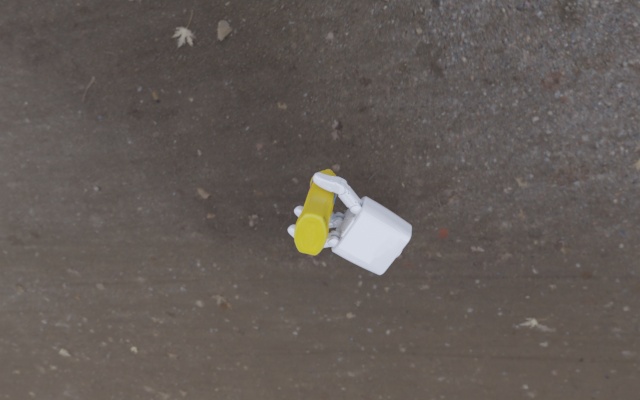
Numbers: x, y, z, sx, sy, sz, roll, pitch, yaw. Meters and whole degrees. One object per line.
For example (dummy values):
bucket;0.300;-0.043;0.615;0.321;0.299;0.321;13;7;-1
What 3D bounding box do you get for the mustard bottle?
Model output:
mustard bottle;0.000;0.003;0.877;0.058;0.096;0.191;11;40;5
